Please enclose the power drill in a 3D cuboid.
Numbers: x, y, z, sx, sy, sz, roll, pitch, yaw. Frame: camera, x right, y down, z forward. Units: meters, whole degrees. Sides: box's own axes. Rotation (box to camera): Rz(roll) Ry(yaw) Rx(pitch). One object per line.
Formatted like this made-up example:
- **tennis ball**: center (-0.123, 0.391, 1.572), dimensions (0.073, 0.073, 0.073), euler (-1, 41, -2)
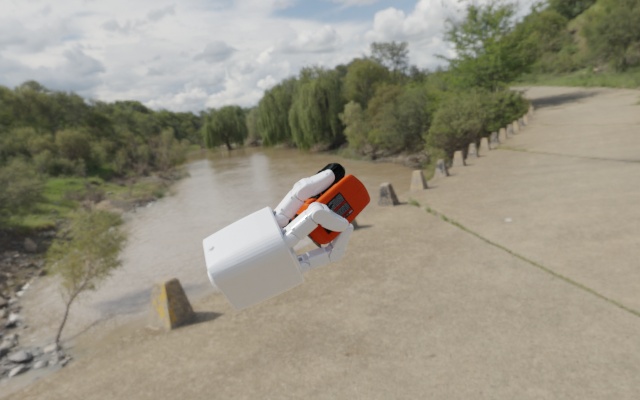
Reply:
- **power drill**: center (0.000, 0.003, 0.741), dimensions (0.184, 0.057, 0.187), euler (-45, 15, -16)
